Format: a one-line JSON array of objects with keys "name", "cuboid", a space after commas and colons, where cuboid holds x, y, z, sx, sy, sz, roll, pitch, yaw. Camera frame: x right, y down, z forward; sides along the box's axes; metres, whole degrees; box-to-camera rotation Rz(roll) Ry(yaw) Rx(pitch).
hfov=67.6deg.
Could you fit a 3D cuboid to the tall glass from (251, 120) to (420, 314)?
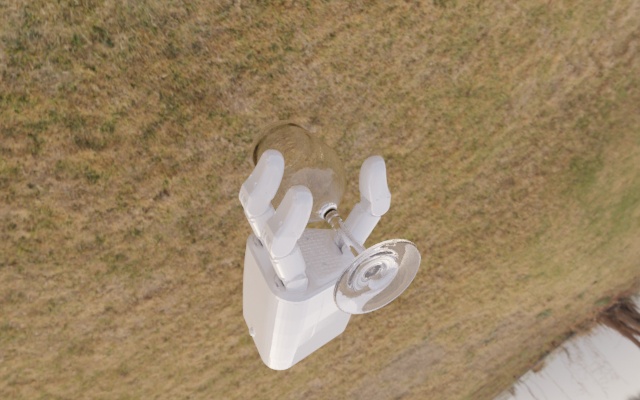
[{"name": "tall glass", "cuboid": [0.000, 0.002, 0.422, 0.079, 0.079, 0.201, 0, 35, -32]}]
